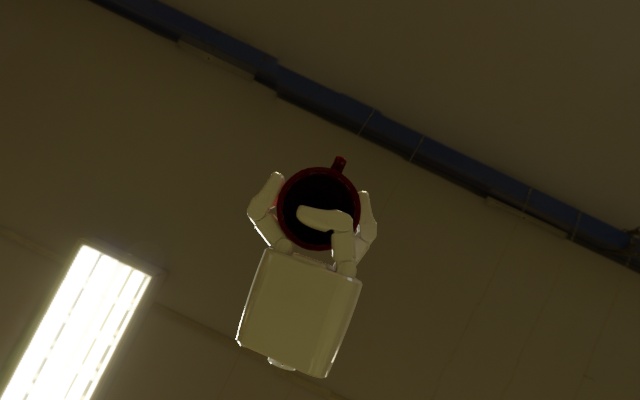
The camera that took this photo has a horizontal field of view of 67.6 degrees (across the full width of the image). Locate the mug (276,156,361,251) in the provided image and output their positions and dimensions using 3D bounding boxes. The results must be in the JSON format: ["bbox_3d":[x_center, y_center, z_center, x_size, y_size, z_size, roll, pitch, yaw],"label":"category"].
[{"bbox_3d":[0.001,0.000,0.562,0.093,0.117,0.081,22,-7,-2],"label":"mug"}]
